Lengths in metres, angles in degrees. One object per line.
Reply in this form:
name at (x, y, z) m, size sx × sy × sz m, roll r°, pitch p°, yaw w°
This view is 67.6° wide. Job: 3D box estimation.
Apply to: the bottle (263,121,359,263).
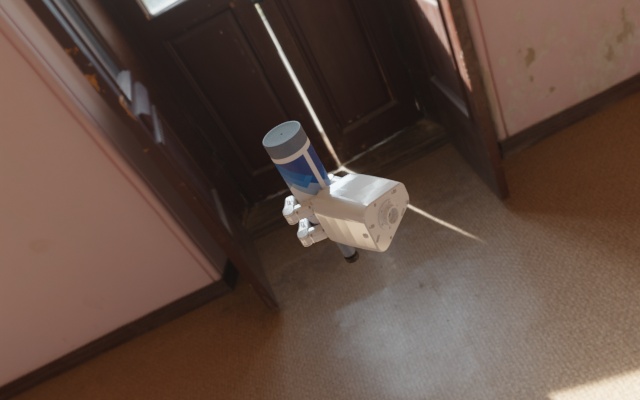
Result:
bottle at (0.000, 0.002, 0.820) m, size 0.069 × 0.296 × 0.069 m, roll -20°, pitch 35°, yaw 15°
